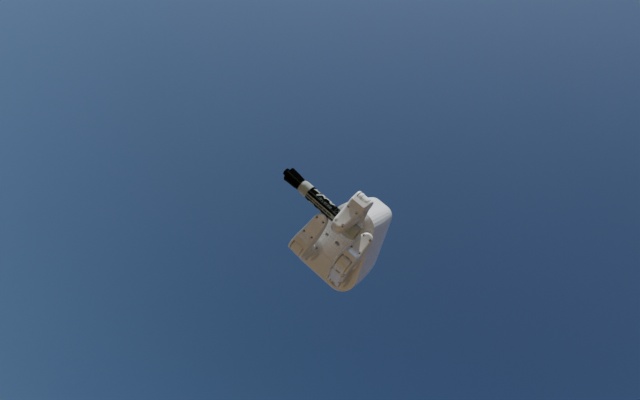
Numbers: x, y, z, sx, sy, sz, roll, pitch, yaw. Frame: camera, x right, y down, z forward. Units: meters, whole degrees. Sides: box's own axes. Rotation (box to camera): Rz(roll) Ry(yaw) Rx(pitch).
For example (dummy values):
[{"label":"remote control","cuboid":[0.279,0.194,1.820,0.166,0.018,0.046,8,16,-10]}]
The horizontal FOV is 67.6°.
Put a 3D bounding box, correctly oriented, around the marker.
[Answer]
[{"label":"marker","cuboid":[0.000,0.002,0.583,0.121,0.020,0.020,41,12,14]}]
